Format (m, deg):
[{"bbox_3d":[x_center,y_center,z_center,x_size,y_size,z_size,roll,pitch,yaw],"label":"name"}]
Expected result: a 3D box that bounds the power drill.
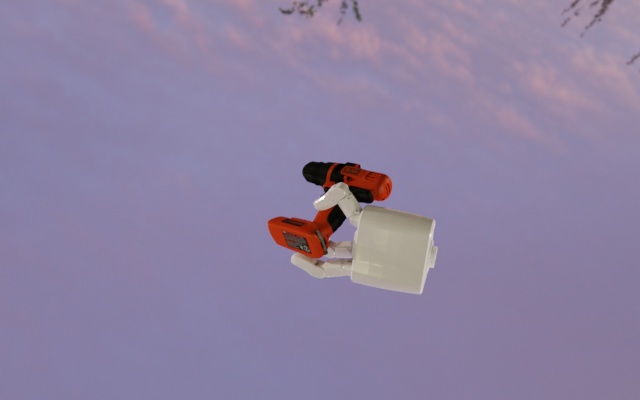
[{"bbox_3d":[0.000,0.003,0.792,0.184,0.057,0.187,13,48,40],"label":"power drill"}]
